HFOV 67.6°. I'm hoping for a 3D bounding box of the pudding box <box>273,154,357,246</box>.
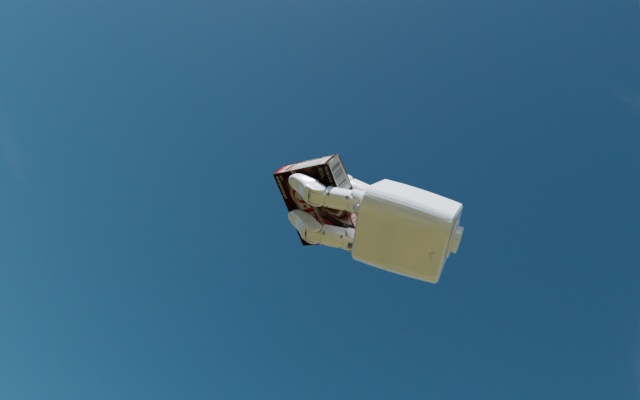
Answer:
[{"bbox_3d":[0.000,0.002,0.623,0.090,0.113,0.039,-9,20,35],"label":"pudding box"}]
